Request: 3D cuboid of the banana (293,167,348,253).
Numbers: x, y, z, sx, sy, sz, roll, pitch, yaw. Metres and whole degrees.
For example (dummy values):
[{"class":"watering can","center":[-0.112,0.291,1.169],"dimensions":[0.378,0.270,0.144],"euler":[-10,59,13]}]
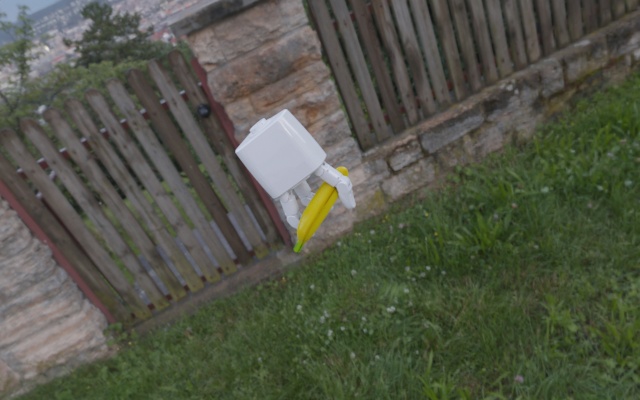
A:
[{"class":"banana","center":[0.005,-0.002,0.835],"dimensions":[0.037,0.197,0.070],"euler":[36,-30,-4]}]
